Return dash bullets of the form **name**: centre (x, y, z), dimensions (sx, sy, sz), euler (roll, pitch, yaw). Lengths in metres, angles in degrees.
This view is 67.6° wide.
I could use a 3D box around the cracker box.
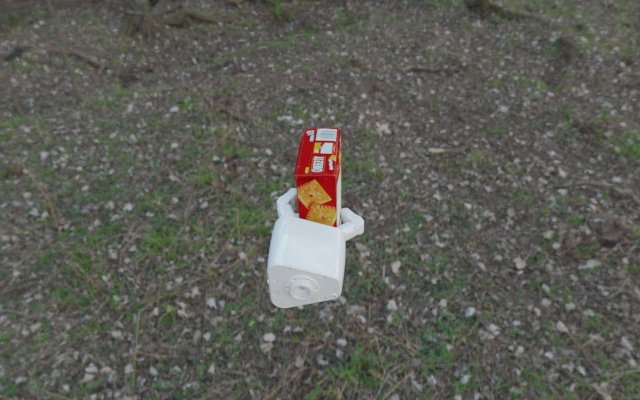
- **cracker box**: centre (0.000, 0.003, 0.841), dimensions (0.072, 0.214, 0.164), euler (1, 35, 4)
